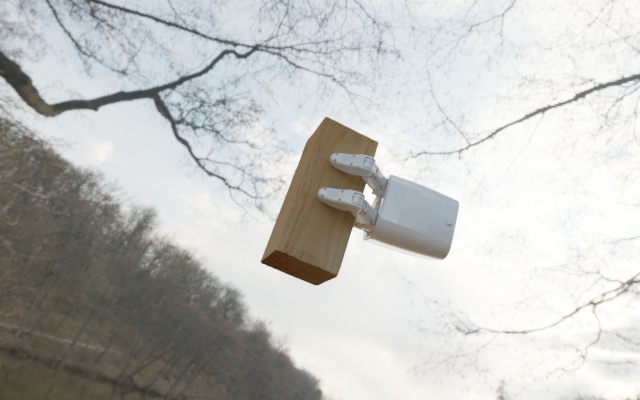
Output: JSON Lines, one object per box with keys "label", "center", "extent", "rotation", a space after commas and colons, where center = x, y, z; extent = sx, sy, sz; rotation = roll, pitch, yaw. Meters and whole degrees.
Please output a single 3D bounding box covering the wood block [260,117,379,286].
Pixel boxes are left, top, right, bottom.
{"label": "wood block", "center": [0.000, 0.002, 0.669], "extent": [0.090, 0.206, 0.091], "rotation": [24, -25, -11]}
